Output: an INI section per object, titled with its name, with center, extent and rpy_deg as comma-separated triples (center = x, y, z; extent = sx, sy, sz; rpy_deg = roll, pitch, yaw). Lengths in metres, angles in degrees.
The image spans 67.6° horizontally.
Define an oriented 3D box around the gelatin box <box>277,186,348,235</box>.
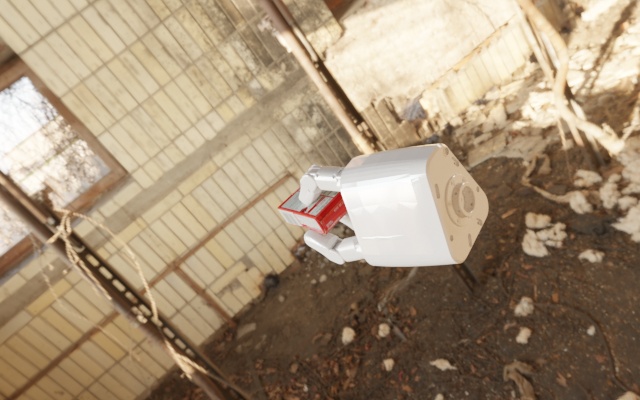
[gelatin box]
center = 0.000, 0.002, 0.589
extent = 0.073, 0.030, 0.089
rpy_deg = -44, 30, -23
